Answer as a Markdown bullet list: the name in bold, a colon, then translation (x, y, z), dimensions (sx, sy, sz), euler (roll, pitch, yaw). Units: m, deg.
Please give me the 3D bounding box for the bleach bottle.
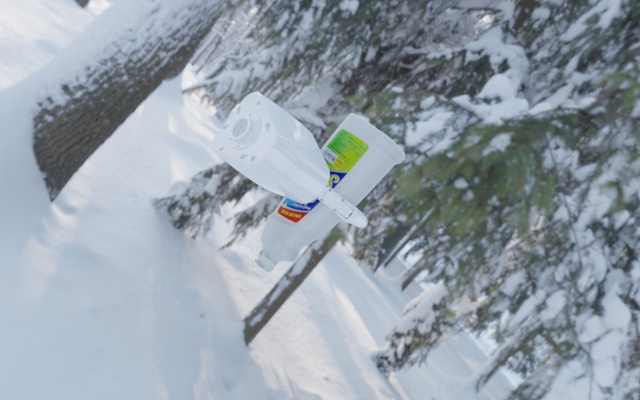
- **bleach bottle**: translation (0.000, 0.002, 0.672), dimensions (0.068, 0.251, 0.102), euler (35, 7, -48)
